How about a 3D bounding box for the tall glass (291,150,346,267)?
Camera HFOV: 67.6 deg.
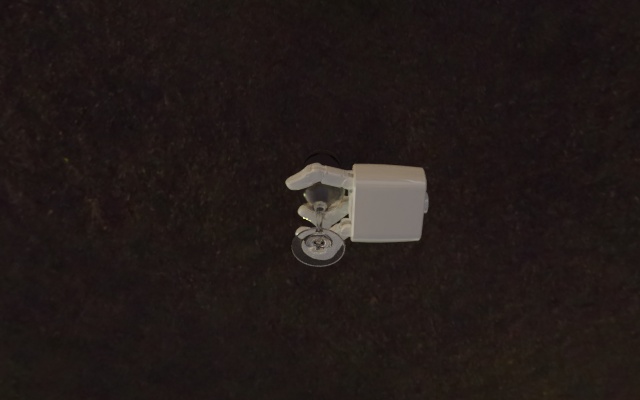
[{"bbox_3d":[0.000,0.003,0.730,0.079,0.079,0.200,0,39,2],"label":"tall glass"}]
